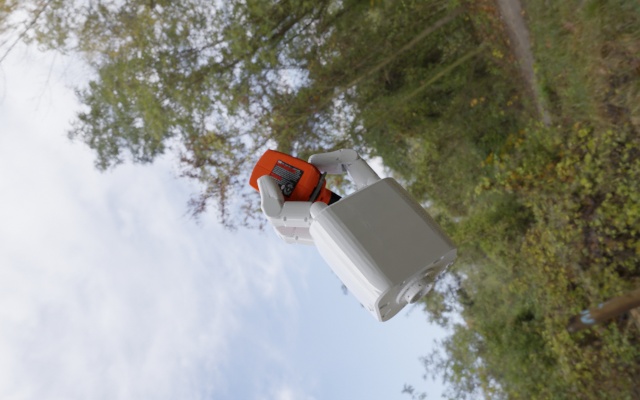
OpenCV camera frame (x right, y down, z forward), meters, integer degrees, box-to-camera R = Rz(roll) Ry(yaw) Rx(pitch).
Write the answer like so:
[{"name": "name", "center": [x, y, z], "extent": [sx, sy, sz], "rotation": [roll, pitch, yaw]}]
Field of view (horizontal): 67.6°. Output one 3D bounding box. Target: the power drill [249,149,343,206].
[{"name": "power drill", "center": [0.000, 0.002, 0.617], "extent": [0.184, 0.057, 0.188], "rotation": [23, -5, 46]}]
